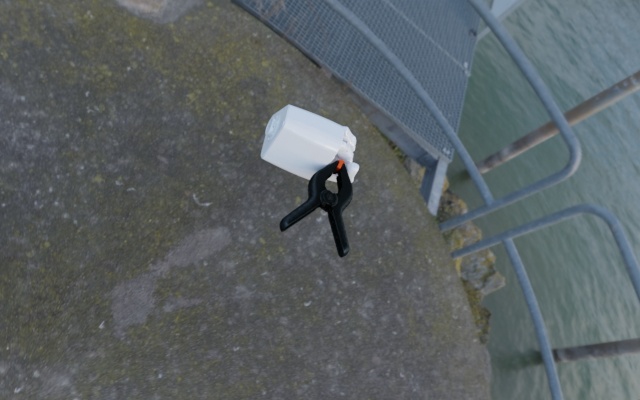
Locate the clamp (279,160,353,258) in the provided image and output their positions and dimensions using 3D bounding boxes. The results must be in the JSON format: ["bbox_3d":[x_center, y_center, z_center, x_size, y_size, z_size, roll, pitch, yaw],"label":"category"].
[{"bbox_3d":[0.000,0.002,0.799,0.120,0.171,0.039,19,-31,-18],"label":"clamp"}]
